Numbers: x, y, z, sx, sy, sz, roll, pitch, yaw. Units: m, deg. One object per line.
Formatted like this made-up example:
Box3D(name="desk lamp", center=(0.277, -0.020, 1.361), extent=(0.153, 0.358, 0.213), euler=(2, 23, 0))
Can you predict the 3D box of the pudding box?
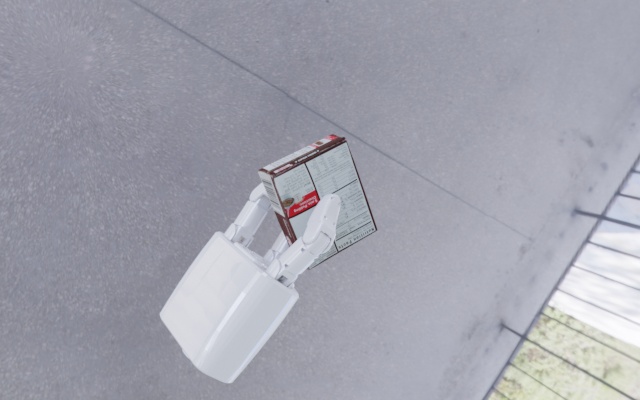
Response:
Box3D(name="pudding box", center=(0.000, 0.002, 0.490), extent=(0.090, 0.113, 0.039), euler=(-28, 26, -18))
